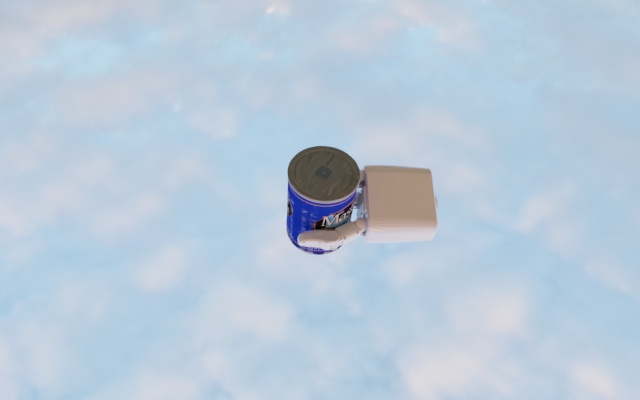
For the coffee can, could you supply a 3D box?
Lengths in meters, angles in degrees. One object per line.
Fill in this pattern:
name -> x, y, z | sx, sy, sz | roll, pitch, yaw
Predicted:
coffee can -> 0.000, 0.002, 0.721 | 0.103, 0.102, 0.140 | 0, -37, -5
